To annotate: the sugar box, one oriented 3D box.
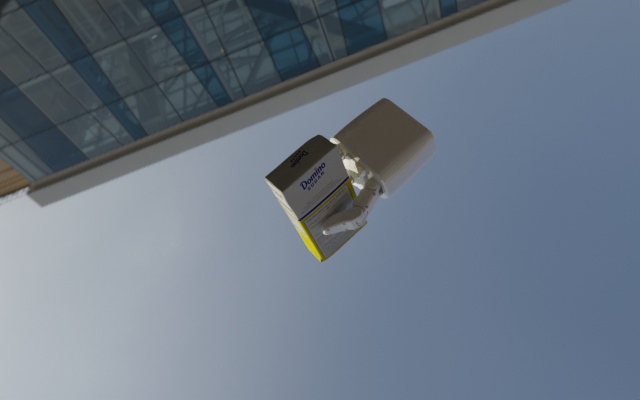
[{"bbox_3d":[0.000,0.002,0.648,0.048,0.093,0.176,38,-17,40],"label":"sugar box"}]
